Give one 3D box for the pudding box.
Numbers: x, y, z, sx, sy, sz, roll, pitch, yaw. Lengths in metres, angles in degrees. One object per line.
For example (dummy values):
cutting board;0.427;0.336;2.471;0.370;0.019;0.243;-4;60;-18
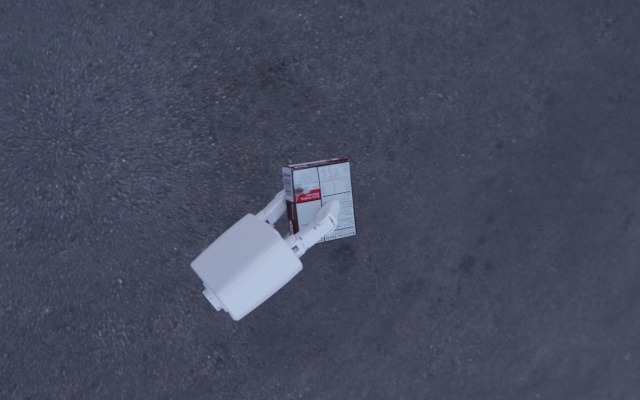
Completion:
pudding box;0.000;0.002;0.662;0.090;0.113;0.039;-11;14;-23
